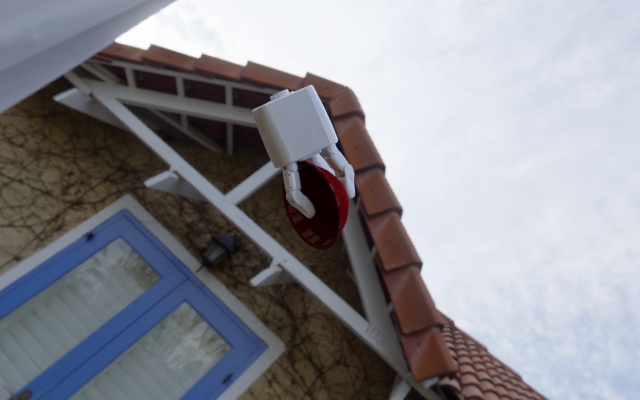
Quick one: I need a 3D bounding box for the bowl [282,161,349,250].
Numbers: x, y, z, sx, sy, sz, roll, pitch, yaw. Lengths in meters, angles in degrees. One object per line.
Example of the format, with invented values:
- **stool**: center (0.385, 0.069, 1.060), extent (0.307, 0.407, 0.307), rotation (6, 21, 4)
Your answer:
- **bowl**: center (0.001, 0.004, 0.849), extent (0.055, 0.162, 0.162), rotation (-19, 11, -35)
